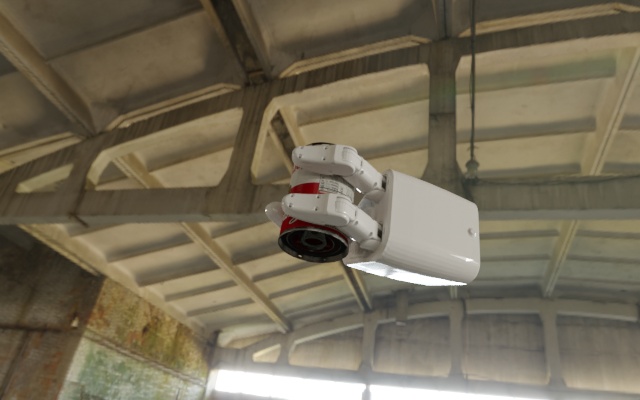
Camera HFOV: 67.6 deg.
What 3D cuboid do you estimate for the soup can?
[{"bbox_3d":[0.000,0.001,0.475,0.068,0.102,0.068,7,-31,4],"label":"soup can"}]
